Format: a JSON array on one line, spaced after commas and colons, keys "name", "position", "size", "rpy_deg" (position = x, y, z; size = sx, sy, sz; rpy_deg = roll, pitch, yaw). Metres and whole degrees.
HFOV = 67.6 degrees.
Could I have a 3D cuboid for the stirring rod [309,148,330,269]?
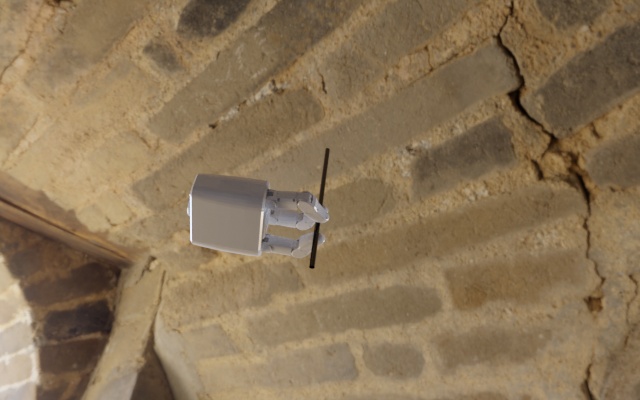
[{"name": "stirring rod", "position": [0.000, 0.002, 0.733], "size": [0.011, 0.239, 0.011], "rpy_deg": [4, -42, 4]}]
